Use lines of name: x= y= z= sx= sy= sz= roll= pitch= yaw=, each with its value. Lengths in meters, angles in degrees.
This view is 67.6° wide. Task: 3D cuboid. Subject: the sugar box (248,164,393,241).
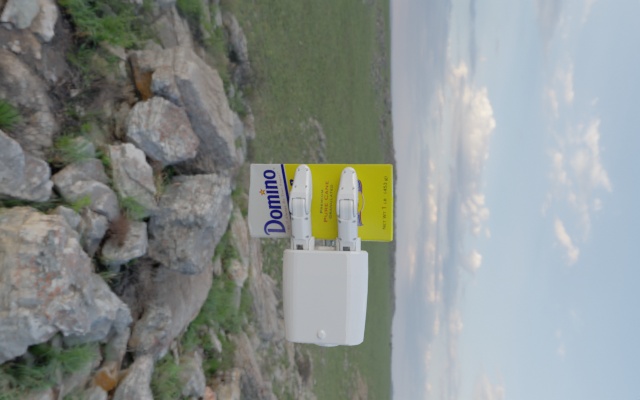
sugar box: x=0.000 y=0.002 z=0.587 sx=0.176 sy=0.093 sz=0.048 roll=0 pitch=-4 yaw=9
